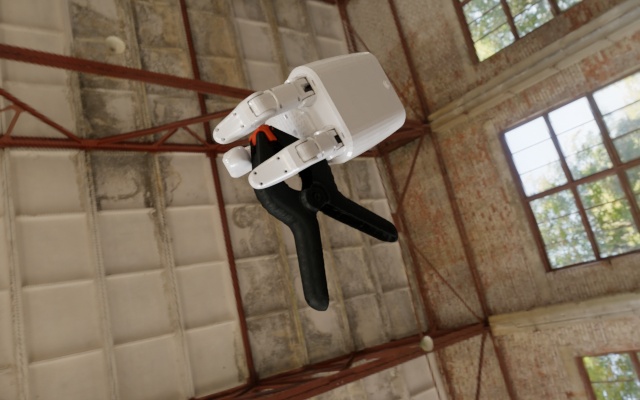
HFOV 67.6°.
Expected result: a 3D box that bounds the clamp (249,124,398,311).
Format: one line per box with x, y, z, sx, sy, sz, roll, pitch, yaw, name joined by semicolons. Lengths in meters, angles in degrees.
0.000;0.002;0.446;0.120;0.171;0.039;-28;1;-39;clamp
